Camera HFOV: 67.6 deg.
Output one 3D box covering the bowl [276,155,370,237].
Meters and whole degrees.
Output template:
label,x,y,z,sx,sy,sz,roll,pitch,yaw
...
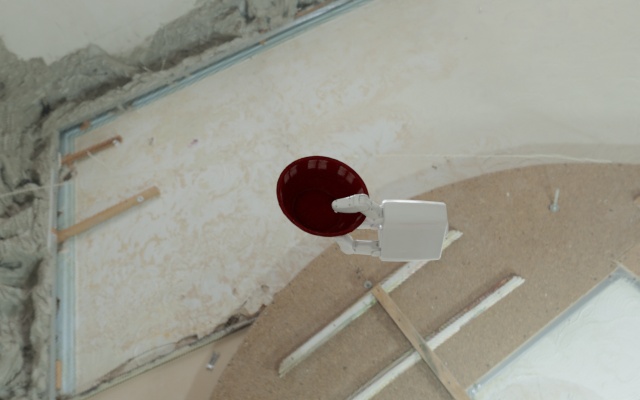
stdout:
label,x,y,z,sx,sy,sz,roll,pitch,yaw
bowl,-0.001,0.002,0.821,0.162,0.162,0.055,0,-31,-15
